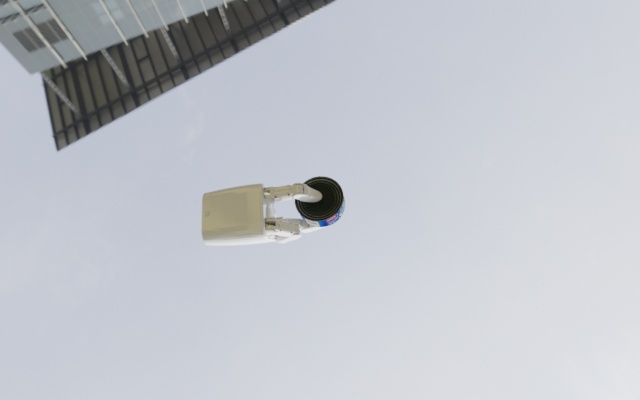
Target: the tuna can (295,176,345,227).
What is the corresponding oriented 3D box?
[{"bbox_3d":[0.000,0.003,0.835,0.086,0.086,0.034,0,-25,12],"label":"tuna can"}]
